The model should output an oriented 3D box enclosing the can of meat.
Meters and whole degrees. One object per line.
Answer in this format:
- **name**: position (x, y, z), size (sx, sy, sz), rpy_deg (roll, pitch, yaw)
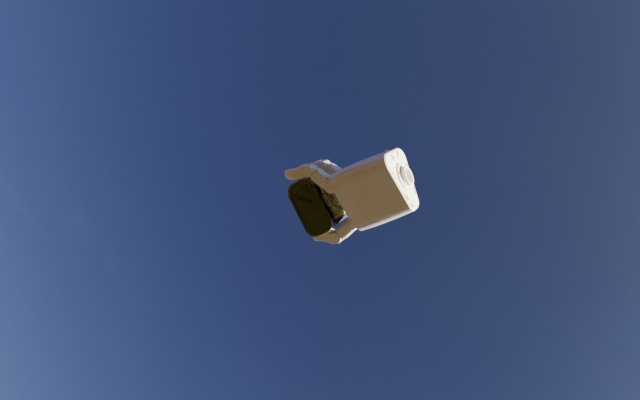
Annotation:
- **can of meat**: position (0.000, 0.003, 0.851), size (0.057, 0.102, 0.084), rpy_deg (-26, 1, 32)
